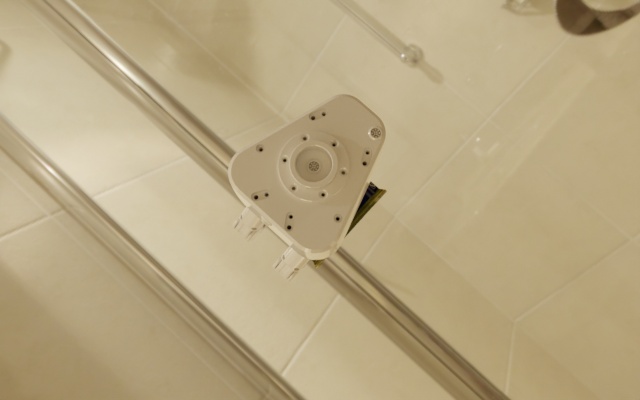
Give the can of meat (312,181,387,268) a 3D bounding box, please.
[{"bbox_3d":[0.000,0.001,0.476,0.084,0.102,0.057,42,-3,4],"label":"can of meat"}]
